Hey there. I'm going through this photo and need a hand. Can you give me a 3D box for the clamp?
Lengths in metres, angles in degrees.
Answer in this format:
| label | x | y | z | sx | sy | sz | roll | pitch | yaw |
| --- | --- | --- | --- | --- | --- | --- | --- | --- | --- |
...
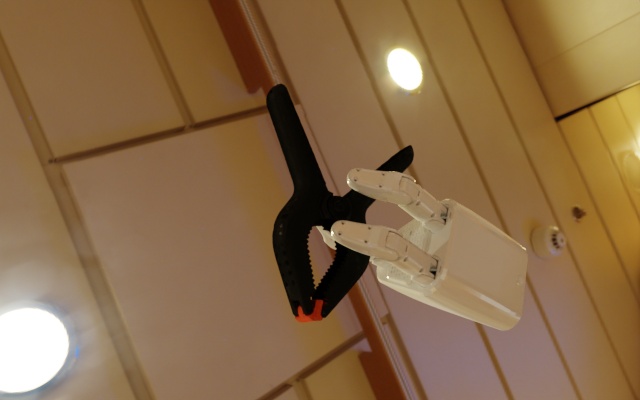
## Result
| label | x | y | z | sx | sy | sz | roll | pitch | yaw |
| --- | --- | --- | --- | --- | --- | --- | --- | --- | --- |
| clamp | 0.000 | 0.002 | 0.434 | 0.164 | 0.210 | 0.036 | 27 | -27 | -19 |
